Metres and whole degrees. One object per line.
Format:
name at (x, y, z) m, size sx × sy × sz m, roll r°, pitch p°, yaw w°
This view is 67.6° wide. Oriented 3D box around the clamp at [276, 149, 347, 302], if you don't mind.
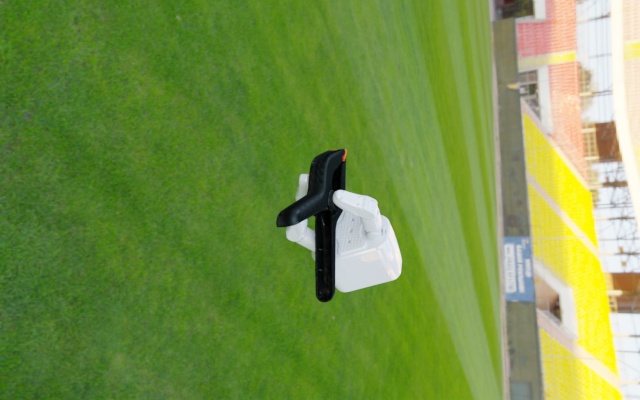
clamp at (0.001, 0.002, 0.614) m, size 0.036 × 0.209 × 0.165 m, roll -2°, pitch -36°, yaw 20°
